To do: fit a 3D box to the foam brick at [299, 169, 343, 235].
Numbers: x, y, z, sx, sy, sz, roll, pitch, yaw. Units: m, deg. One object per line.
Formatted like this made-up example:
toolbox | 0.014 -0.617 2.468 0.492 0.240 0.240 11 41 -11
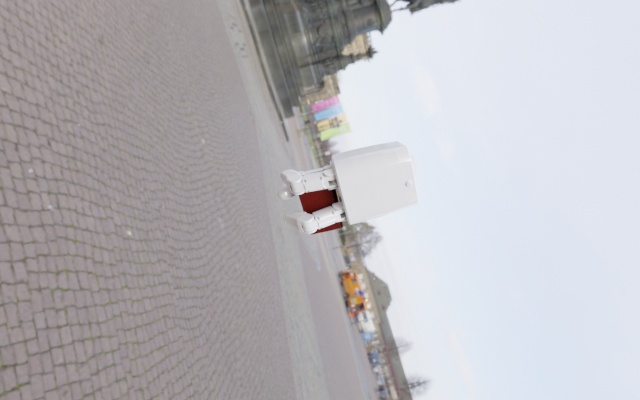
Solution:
foam brick | 0.000 0.003 0.714 0.051 0.078 0.053 -13 29 5
